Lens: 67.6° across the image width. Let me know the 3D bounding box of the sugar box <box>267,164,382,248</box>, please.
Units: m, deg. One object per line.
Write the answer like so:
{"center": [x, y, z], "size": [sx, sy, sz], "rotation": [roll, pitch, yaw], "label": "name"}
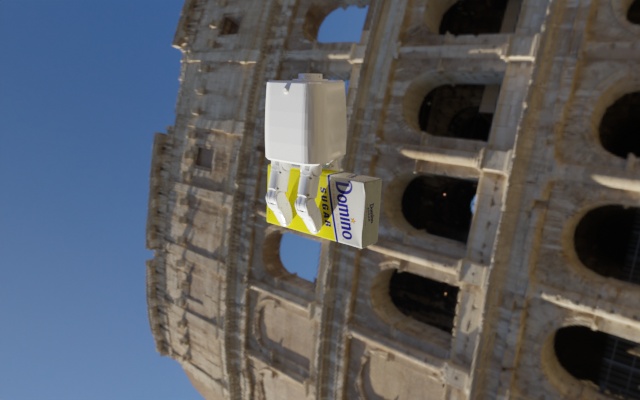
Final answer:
{"center": [0.000, 0.002, 0.683], "size": [0.176, 0.093, 0.048], "rotation": [13, 17, 38], "label": "sugar box"}
